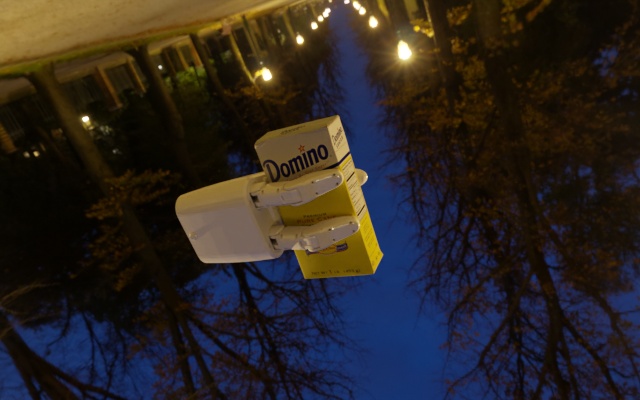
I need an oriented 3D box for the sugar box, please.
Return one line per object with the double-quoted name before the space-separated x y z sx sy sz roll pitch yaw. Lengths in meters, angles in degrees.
"sugar box" 0.000 0.002 0.535 0.093 0.176 0.048 -10 24 27
